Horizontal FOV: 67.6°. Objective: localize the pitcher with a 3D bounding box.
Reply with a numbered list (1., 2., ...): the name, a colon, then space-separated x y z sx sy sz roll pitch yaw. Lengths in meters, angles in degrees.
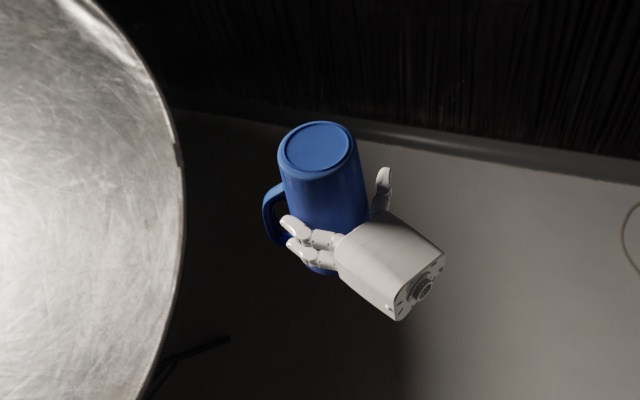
1. pitcher: 0.000 0.002 0.721 0.145 0.149 0.243 37 -23 31
